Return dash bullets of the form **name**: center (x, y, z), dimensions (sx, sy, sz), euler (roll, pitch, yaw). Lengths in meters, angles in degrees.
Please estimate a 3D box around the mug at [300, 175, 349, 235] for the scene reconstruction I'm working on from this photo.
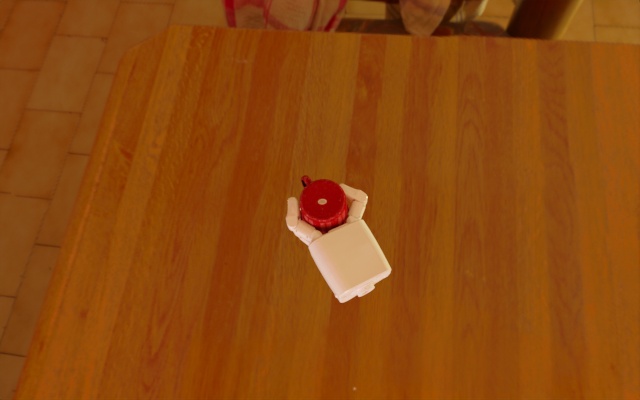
- **mug**: center (-0.001, 0.002, 0.857), dimensions (0.093, 0.117, 0.081), euler (-29, -19, -7)
